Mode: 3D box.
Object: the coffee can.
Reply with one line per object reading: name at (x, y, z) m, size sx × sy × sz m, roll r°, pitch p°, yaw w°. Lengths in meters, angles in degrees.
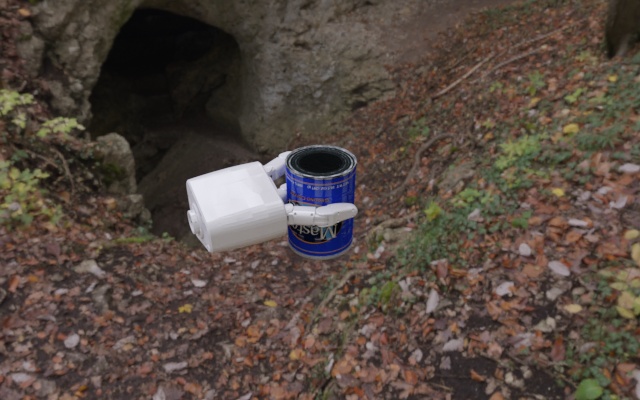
coffee can at (0.000, 0.002, 0.711) m, size 0.103 × 0.140 × 0.102 m, roll 0°, pitch 32°, yaw 0°
